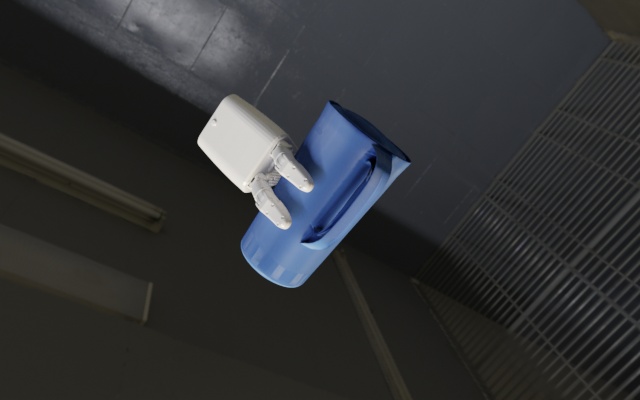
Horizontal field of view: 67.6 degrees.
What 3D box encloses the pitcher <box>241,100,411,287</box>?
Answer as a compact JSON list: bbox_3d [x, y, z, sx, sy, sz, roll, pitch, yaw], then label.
[{"bbox_3d":[0.000,0.002,0.637,0.145,0.243,0.149,42,16,19],"label":"pitcher"}]
